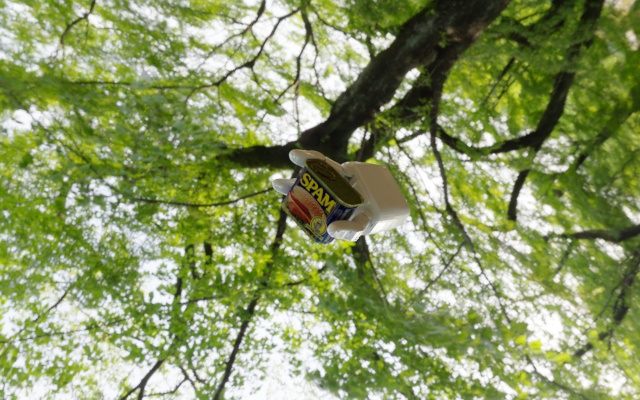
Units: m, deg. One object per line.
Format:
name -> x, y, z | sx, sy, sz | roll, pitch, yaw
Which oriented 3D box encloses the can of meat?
can of meat -> 0.000, 0.003, 0.704 | 0.102, 0.084, 0.057 | 46, 30, 23
